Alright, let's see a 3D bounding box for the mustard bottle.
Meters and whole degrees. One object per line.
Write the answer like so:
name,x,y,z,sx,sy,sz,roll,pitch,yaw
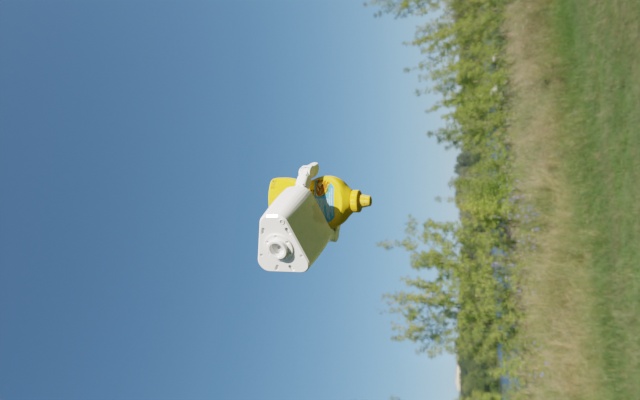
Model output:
mustard bottle,0.000,0.003,0.881,0.191,0.096,0.058,-1,0,22
